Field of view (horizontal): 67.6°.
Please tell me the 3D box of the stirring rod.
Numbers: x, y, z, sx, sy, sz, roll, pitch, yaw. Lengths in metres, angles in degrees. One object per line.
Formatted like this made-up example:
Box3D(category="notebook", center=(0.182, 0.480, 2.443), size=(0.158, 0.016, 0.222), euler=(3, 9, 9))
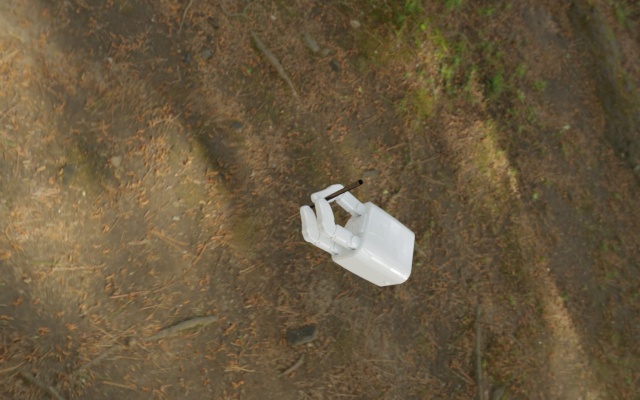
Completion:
Box3D(category="stirring rod", center=(0.000, 0.003, 0.772), size=(0.011, 0.011, 0.239), euler=(0, -14, -29))
